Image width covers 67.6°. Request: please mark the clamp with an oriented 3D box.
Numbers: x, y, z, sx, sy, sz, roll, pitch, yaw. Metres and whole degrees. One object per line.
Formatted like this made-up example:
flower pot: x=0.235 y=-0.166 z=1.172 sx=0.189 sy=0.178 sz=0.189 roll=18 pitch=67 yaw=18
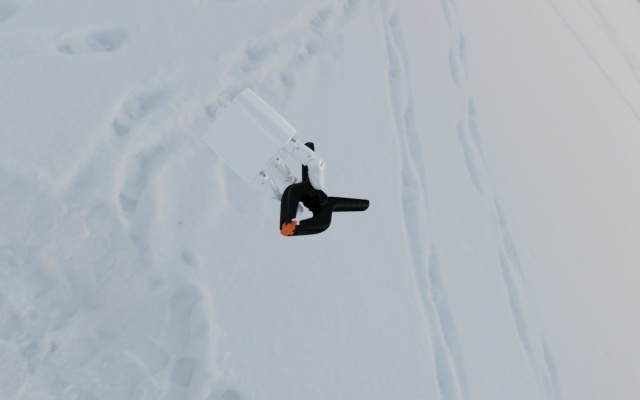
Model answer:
clamp: x=0.000 y=0.002 z=0.808 sx=0.036 sy=0.164 sz=0.210 roll=-43 pitch=10 yaw=39
